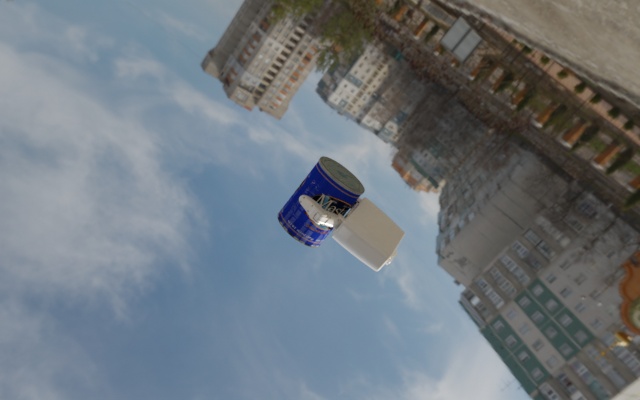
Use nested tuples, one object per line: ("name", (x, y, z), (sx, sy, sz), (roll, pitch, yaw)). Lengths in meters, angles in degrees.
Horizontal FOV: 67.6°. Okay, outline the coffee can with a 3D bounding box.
("coffee can", (0.000, 0.003, 0.897), (0.103, 0.140, 0.102), (34, 19, -14))
